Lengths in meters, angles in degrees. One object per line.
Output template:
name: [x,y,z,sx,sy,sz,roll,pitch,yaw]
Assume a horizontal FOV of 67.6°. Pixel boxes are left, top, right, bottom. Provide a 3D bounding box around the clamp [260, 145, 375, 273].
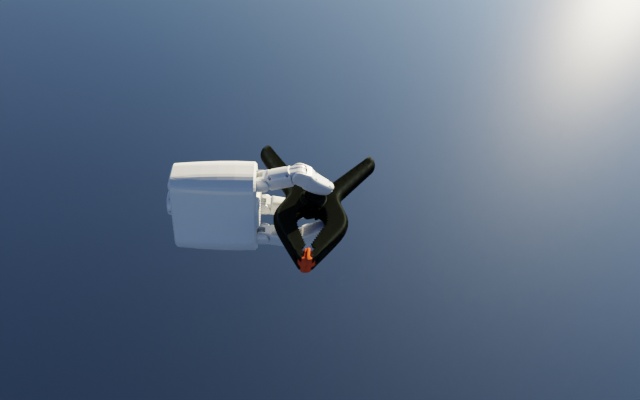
clamp: [0.000,0.002,0.630,0.164,0.209,0.036,1,-44,-5]
